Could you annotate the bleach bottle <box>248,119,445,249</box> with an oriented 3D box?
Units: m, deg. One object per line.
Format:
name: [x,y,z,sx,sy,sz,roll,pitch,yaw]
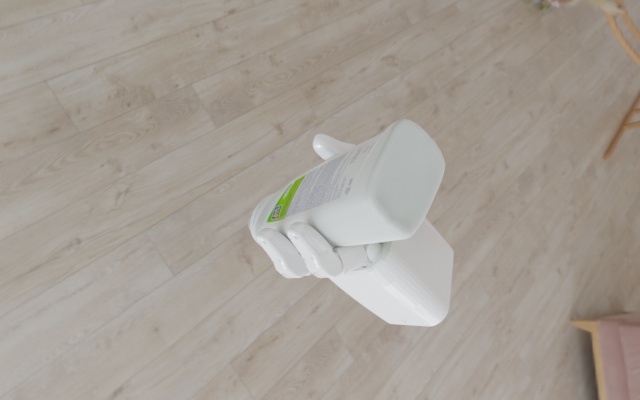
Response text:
bleach bottle: [0.000,0.002,0.484,0.068,0.102,0.251,42,-30,-22]
